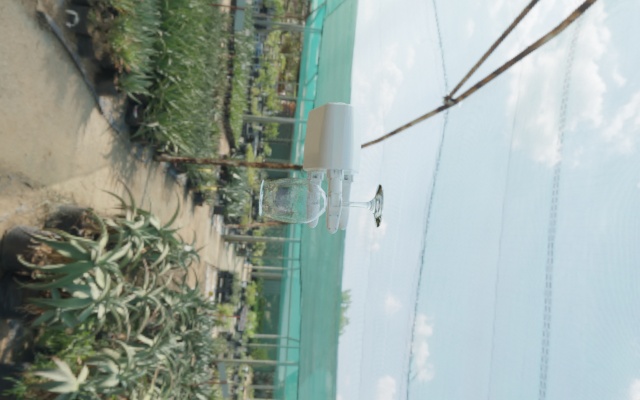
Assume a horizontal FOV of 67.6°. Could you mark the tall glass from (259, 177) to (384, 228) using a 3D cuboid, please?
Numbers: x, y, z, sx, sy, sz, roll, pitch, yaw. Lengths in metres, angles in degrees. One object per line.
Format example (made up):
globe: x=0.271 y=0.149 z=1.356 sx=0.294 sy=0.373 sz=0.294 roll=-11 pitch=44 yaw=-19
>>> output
tall glass: x=0.001 y=0.003 z=0.800 sx=0.201 sy=0.079 sz=0.079 roll=3 pitch=0 yaw=-4
